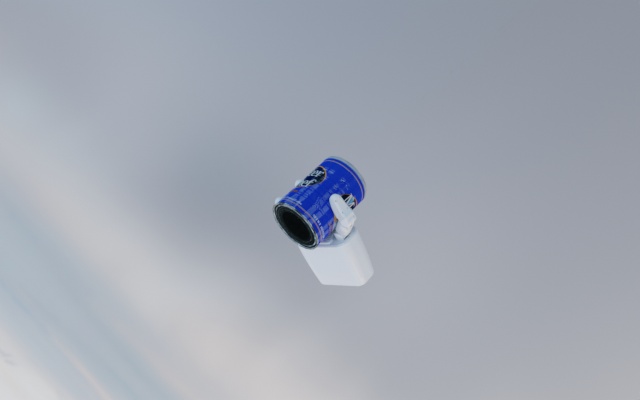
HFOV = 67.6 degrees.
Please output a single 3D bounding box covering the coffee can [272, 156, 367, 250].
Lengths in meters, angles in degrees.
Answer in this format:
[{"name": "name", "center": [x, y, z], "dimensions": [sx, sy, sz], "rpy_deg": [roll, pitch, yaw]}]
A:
[{"name": "coffee can", "center": [0.000, 0.003, 0.841], "dimensions": [0.140, 0.103, 0.103], "rpy_deg": [-44, 24, -28]}]
